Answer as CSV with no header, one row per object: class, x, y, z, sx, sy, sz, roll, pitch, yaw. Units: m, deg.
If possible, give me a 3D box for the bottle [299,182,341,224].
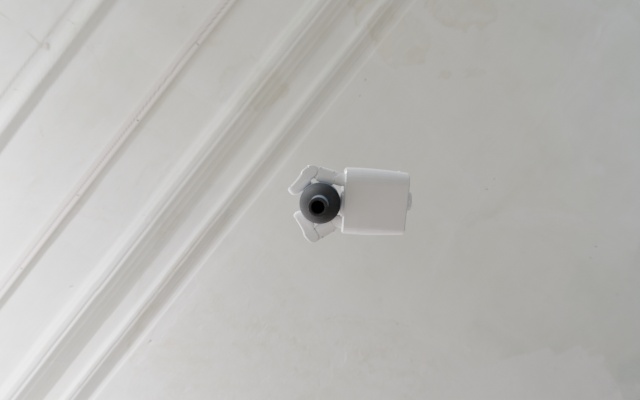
bottle,0.000,0.003,0.795,0.069,0.069,0.295,0,3,1
